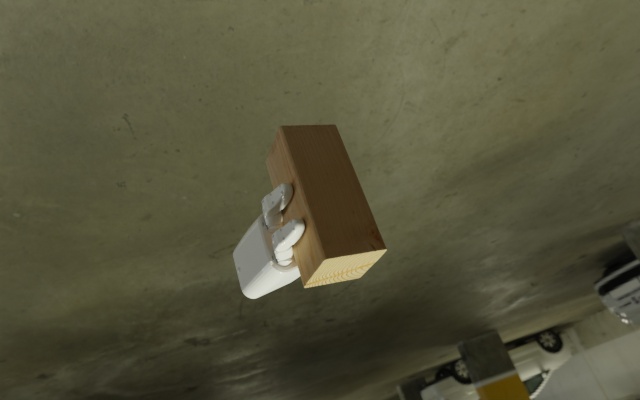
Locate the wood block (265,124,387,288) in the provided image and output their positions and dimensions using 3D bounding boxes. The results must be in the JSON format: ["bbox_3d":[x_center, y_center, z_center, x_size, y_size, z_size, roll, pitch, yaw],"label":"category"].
[{"bbox_3d":[0.000,0.002,0.660,0.091,0.206,0.090,-6,-30,-26],"label":"wood block"}]
